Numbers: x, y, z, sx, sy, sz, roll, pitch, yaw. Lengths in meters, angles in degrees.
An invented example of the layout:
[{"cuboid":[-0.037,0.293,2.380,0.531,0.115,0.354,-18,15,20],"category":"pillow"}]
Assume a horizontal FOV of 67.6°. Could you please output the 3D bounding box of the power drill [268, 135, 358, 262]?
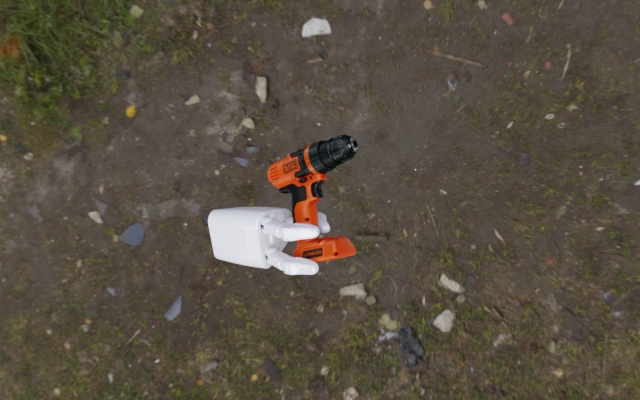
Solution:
[{"cuboid":[0.000,0.003,0.764,0.184,0.187,0.057,-19,-11,42],"category":"power drill"}]
